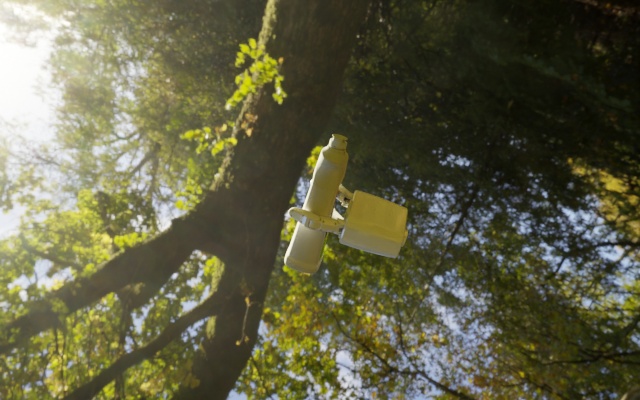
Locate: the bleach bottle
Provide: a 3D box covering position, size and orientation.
[{"bbox_3d":[0.000,0.003,0.876,0.068,0.251,0.102,17,22,2],"label":"bleach bottle"}]
